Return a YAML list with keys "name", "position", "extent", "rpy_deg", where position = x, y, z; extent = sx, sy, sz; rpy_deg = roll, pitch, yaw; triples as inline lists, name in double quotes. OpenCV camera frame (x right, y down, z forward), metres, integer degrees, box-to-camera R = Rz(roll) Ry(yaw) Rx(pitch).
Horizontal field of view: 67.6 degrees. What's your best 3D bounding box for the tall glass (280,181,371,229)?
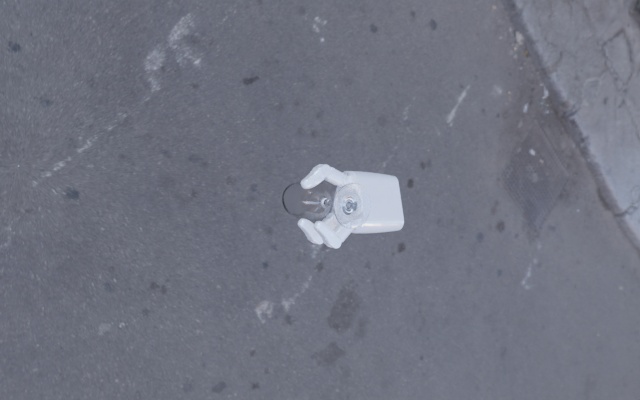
- name: "tall glass"
  position: [0.000, 0.003, 0.858]
  extent: [0.079, 0.079, 0.201]
  rpy_deg: [0, 3, -32]
